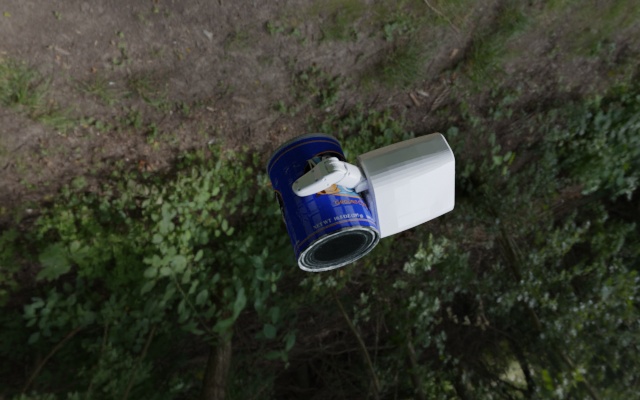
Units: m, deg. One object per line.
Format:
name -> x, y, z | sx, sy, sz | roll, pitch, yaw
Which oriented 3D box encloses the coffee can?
coffee can -> 0.000, 0.002, 0.592 | 0.103, 0.140, 0.103 | -16, -29, -9
